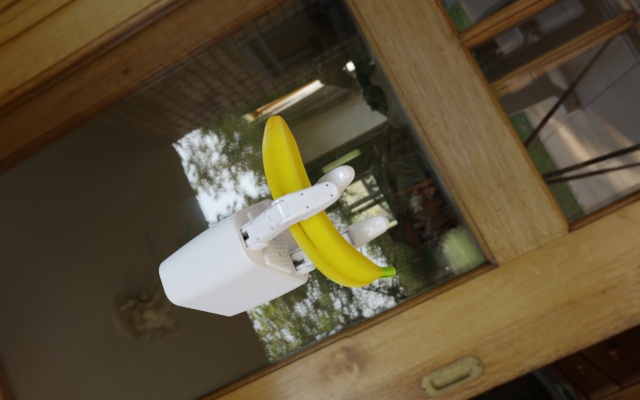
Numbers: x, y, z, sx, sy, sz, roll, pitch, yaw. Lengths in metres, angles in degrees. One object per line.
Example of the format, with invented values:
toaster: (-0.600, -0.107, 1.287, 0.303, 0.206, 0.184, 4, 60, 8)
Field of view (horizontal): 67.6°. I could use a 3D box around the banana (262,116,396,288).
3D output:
banana: (-0.006, 0.011, 0.451, 0.037, 0.198, 0.069, -33, 4, 35)
